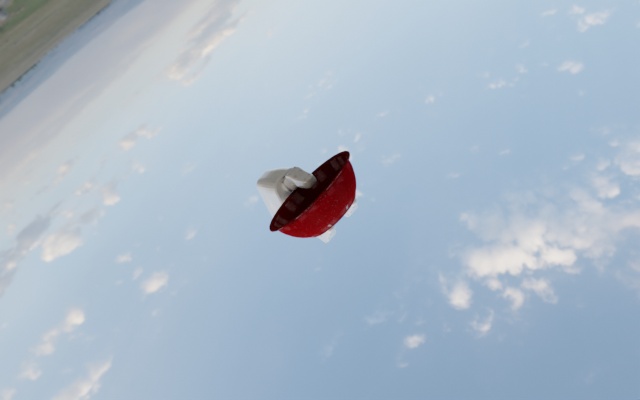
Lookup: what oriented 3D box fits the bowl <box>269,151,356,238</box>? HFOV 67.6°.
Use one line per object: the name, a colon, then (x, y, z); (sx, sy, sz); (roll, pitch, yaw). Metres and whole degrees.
bowl: (0.001, 0.003, 0.698); (0.055, 0.162, 0.162); (45, -13, -13)
